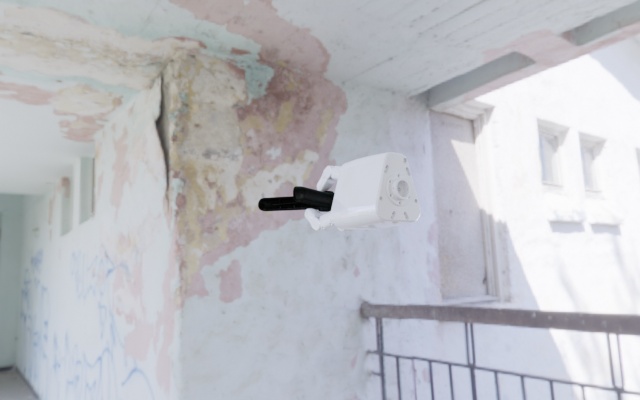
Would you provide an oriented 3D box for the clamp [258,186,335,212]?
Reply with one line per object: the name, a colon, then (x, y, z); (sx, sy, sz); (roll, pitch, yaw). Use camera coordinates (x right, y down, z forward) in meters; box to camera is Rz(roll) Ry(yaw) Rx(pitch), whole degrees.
clamp: (0.001, 0.002, 0.869); (0.210, 0.036, 0.164); (4, -8, -35)
